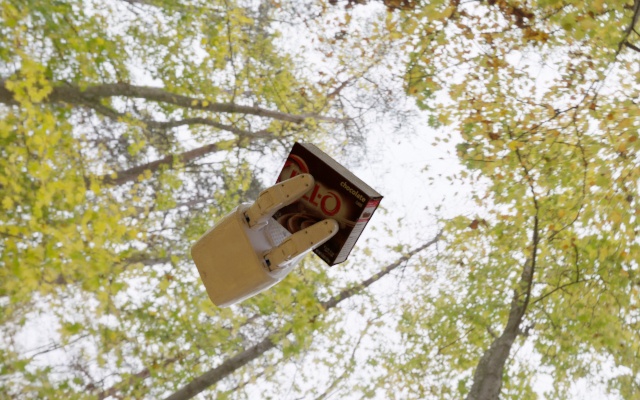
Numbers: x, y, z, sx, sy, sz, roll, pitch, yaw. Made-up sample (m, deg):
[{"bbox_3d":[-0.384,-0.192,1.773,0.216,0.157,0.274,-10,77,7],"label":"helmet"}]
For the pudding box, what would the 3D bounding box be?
[{"bbox_3d":[0.000,0.002,0.520,0.113,0.090,0.039,37,23,23],"label":"pudding box"}]
